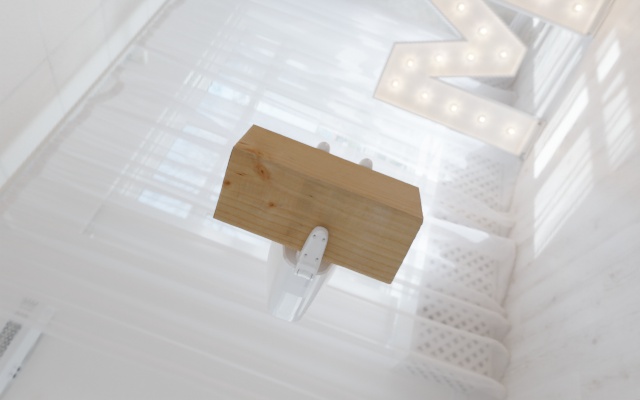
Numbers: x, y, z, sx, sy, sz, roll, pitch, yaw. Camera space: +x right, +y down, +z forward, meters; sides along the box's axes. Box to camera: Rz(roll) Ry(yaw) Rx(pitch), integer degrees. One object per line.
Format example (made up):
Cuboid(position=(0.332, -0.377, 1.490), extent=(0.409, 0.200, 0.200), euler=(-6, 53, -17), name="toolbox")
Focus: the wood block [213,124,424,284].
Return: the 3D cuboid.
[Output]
Cuboid(position=(0.000, 0.002, 0.533), extent=(0.206, 0.090, 0.090), euler=(20, 26, -2), name="wood block")
